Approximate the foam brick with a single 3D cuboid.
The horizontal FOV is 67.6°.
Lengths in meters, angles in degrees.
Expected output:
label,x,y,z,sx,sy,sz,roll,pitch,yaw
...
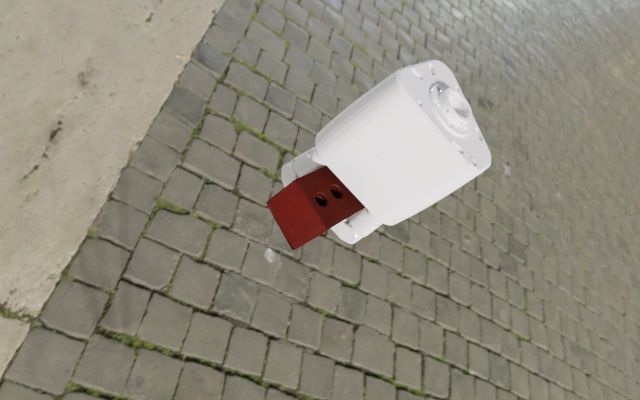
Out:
label,x,y,z,sx,sy,sz,roll,pitch,yaw
foam brick,0.000,0.002,0.447,0.078,0.053,0.051,-29,-4,-46
